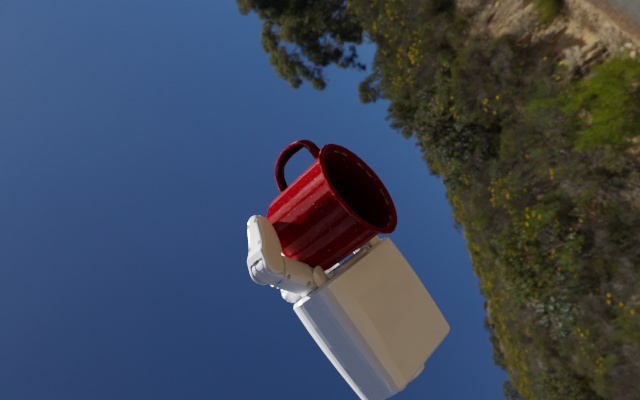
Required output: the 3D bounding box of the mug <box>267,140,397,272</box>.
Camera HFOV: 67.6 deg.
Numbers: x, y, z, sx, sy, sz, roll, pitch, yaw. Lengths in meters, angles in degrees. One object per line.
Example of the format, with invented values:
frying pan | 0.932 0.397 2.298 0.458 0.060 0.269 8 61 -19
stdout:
mug | -0.001 0.000 0.425 0.081 0.117 0.093 -40 -9 28
